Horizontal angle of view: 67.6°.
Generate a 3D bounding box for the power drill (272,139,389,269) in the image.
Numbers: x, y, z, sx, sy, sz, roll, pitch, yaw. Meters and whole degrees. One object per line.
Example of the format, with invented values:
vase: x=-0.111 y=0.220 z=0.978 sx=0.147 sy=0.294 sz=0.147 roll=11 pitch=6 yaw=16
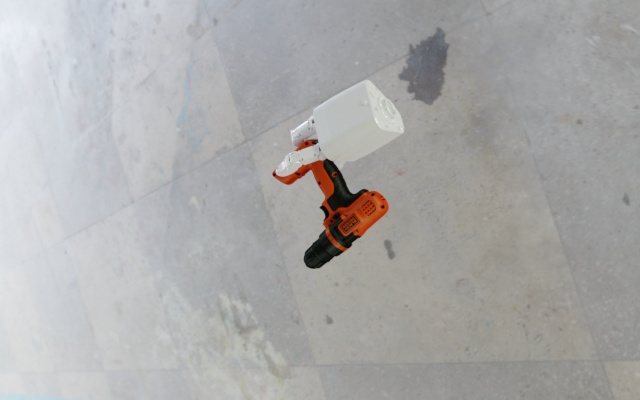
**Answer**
power drill: x=0.000 y=0.002 z=0.827 sx=0.184 sy=0.187 sz=0.057 roll=-42 pitch=-13 yaw=18
